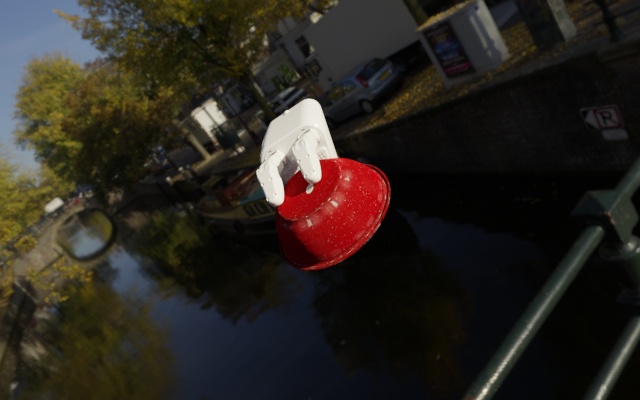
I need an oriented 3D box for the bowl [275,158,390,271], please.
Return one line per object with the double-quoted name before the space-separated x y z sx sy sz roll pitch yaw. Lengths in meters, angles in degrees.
"bowl" 0.000 0.002 0.574 0.162 0.162 0.055 0 -37 44
